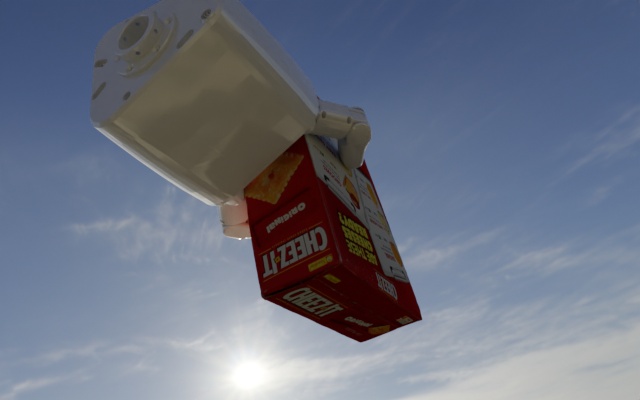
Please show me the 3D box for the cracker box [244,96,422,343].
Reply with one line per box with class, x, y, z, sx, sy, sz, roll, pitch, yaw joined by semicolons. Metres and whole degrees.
cracker box;0.000;0.001;0.423;0.072;0.213;0.164;-28;-36;17
